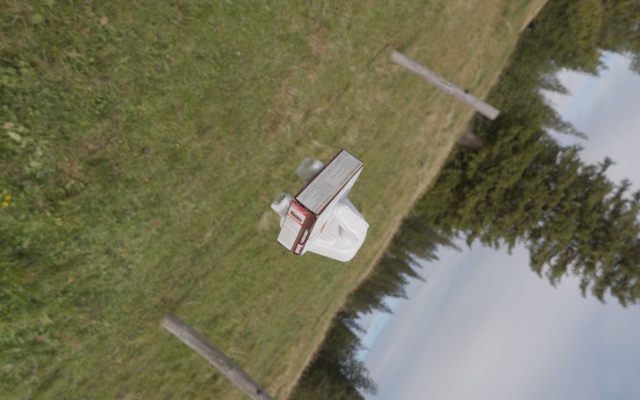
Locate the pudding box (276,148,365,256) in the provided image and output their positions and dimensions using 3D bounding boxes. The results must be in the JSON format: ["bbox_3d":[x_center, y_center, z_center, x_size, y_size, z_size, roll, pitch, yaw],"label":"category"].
[{"bbox_3d":[0.000,0.002,0.576,0.039,0.090,0.113,33,50,8],"label":"pudding box"}]
